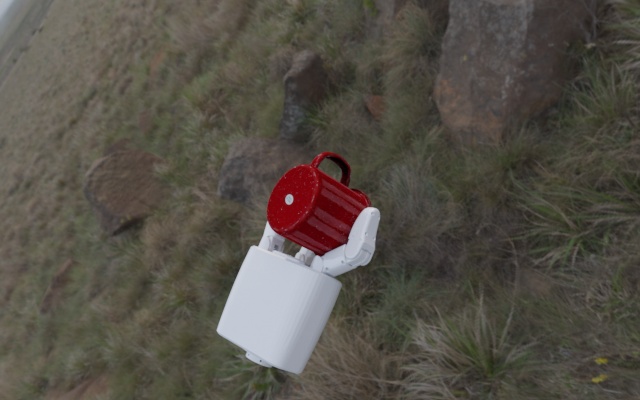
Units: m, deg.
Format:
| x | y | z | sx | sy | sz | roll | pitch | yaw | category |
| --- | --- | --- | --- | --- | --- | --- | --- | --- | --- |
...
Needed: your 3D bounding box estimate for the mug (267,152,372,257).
| x | y | z | sx | sy | sz | roll | pitch | yaw | category |
| --- | --- | --- | --- | --- | --- | --- | --- | --- | --- |
| 0.000 | 0.000 | 0.526 | 0.081 | 0.117 | 0.093 | 31 | -15 | -37 | mug |
